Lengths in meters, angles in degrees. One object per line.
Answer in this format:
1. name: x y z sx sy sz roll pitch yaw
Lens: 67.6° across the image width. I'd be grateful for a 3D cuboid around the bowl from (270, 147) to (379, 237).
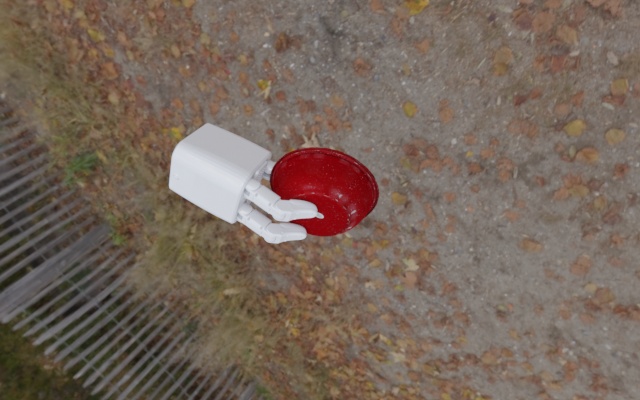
1. bowl: 0.001 0.003 0.679 0.162 0.055 0.162 7 -42 7
